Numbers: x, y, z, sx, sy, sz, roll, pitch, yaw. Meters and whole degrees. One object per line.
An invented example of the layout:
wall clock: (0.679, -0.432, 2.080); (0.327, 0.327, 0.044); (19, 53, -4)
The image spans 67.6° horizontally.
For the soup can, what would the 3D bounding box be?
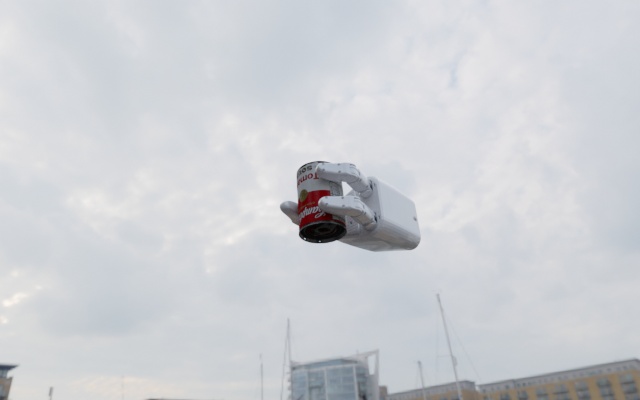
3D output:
soup can: (0.000, 0.002, 0.692); (0.068, 0.102, 0.068); (-3, -29, -2)
